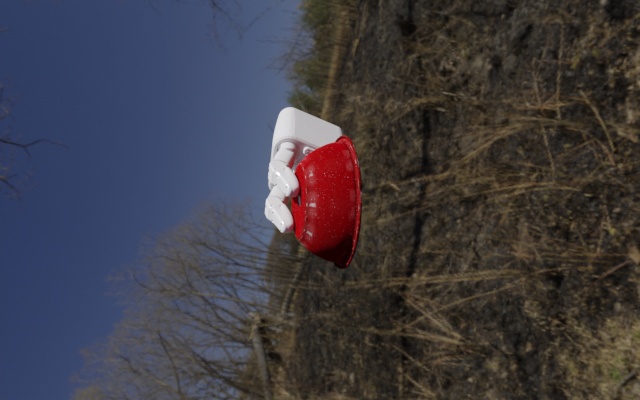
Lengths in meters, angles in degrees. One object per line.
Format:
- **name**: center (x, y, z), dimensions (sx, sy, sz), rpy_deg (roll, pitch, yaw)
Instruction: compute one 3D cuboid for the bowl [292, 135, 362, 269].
- **bowl**: center (0.000, 0.002, 0.573), dimensions (0.055, 0.162, 0.162), rpy_deg (1, 0, -14)
